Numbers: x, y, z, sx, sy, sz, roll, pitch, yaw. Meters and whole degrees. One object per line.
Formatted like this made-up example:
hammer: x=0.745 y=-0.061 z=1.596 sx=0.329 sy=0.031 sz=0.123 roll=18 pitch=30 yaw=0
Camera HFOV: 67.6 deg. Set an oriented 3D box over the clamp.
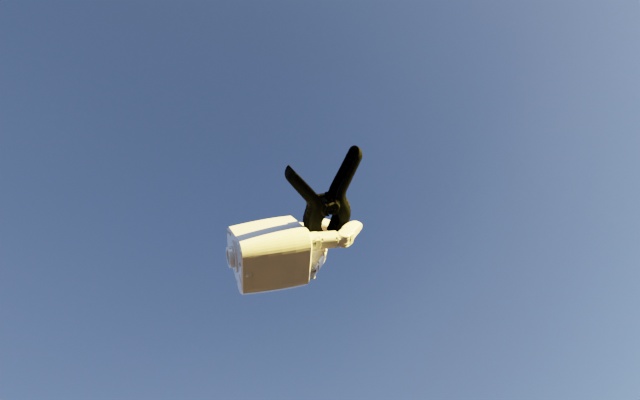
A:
clamp: x=0.000 y=0.002 z=0.716 sx=0.120 sy=0.172 sz=0.039 roll=-7 pitch=32 yaw=-20
